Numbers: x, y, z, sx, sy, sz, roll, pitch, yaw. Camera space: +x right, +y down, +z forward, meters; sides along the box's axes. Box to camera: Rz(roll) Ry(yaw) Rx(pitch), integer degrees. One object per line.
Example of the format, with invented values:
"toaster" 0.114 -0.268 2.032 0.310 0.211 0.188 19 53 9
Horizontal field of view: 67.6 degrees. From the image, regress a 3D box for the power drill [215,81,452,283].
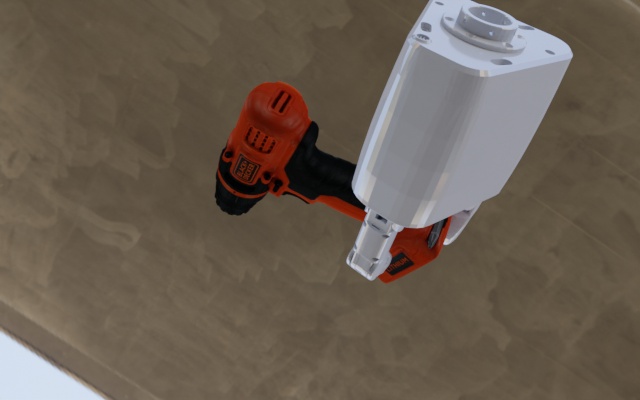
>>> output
"power drill" 0.001 0.001 0.408 0.187 0.057 0.184 28 -28 -8
